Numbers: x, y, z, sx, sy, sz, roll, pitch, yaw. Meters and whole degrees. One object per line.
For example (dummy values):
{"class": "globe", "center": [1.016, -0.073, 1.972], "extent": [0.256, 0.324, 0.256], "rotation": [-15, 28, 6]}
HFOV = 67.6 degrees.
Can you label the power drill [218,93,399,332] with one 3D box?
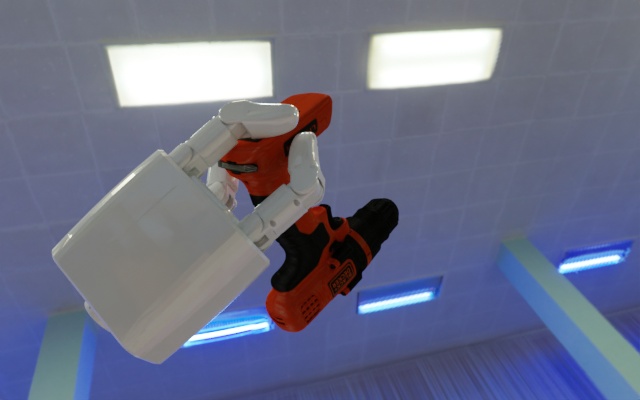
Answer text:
{"class": "power drill", "center": [0.000, 0.001, 0.441], "extent": [0.057, 0.188, 0.184], "rotation": [9, 40, 43]}
